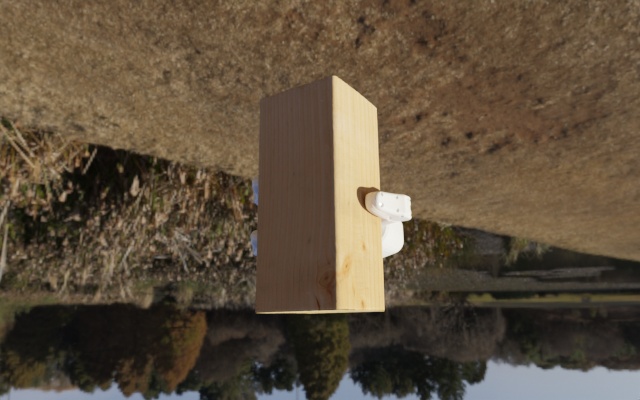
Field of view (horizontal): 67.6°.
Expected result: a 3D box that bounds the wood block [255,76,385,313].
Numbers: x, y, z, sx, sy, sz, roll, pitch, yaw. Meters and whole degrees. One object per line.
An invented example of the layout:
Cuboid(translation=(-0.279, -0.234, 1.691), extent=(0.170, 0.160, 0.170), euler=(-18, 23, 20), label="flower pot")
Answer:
Cuboid(translation=(0.001, 0.002, 0.458), extent=(0.091, 0.206, 0.090), euler=(-10, -17, 31), label="wood block")
